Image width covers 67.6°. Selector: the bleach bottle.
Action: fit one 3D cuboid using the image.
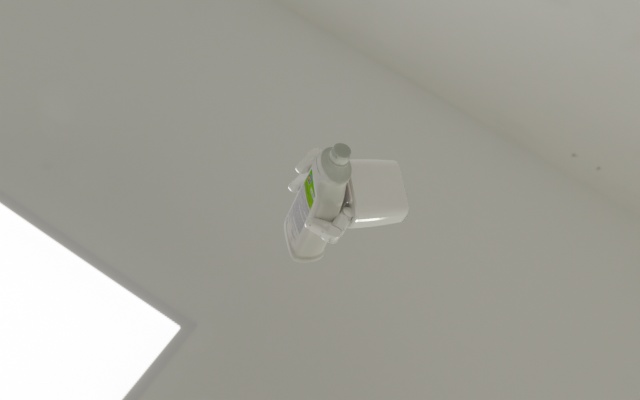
[{"bbox_3d":[0.000,0.003,0.805,0.068,0.102,0.251,-4,-33,-22],"label":"bleach bottle"}]
